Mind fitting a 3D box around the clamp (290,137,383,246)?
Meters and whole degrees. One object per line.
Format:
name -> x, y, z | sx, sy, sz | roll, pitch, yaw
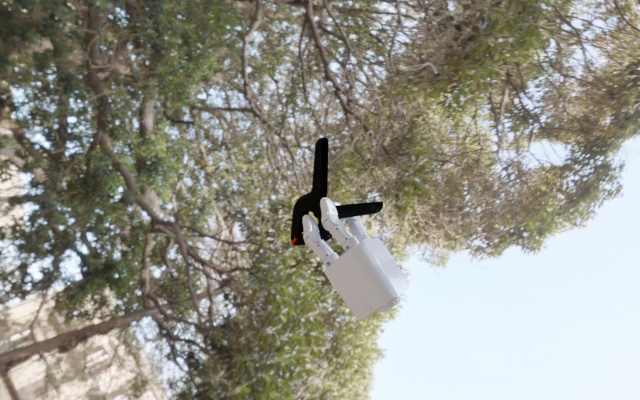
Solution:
clamp -> 0.000, 0.003, 0.854 | 0.036, 0.164, 0.210 | -16, -22, -49
